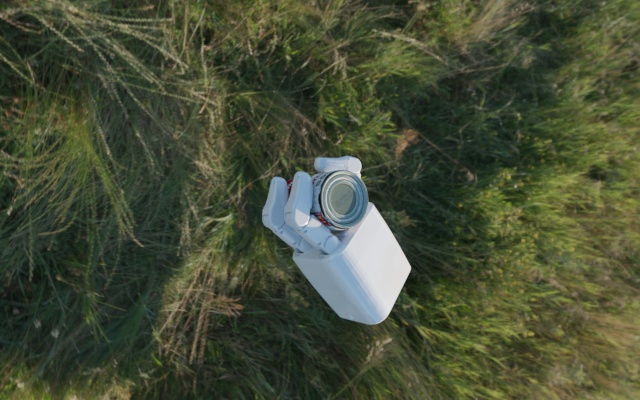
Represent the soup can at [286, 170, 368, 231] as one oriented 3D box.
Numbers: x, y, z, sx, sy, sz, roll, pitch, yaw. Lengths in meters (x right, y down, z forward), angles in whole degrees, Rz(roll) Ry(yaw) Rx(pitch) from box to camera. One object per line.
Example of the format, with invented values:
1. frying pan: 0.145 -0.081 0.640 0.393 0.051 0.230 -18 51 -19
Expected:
1. soup can: 0.000 0.001 0.566 0.068 0.068 0.102 0 -3 -33
